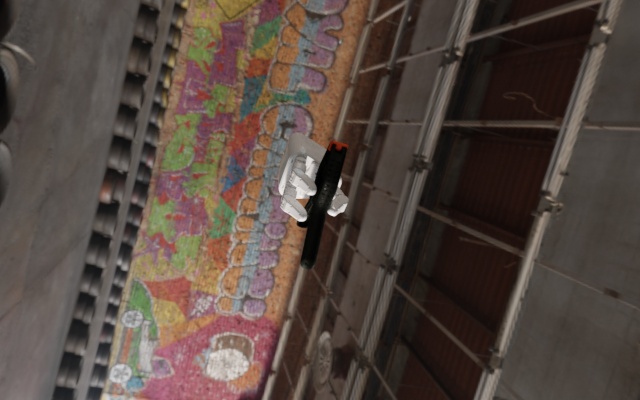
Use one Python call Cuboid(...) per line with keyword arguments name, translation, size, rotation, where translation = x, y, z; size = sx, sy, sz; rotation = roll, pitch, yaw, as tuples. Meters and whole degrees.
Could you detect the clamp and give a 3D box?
Cuboid(name="clamp", translation=(0.001, 0.002, 0.812), size=(0.036, 0.210, 0.164), rotation=(14, 28, -13))
